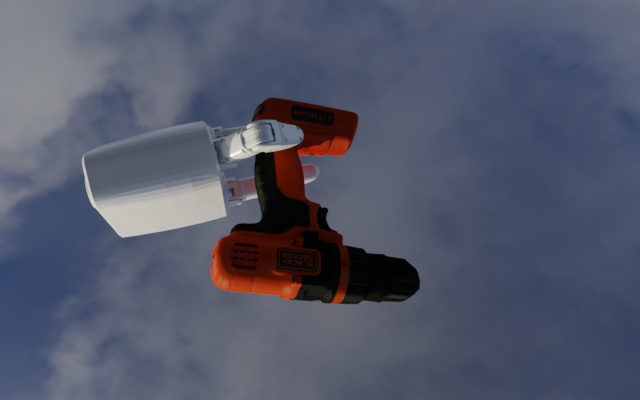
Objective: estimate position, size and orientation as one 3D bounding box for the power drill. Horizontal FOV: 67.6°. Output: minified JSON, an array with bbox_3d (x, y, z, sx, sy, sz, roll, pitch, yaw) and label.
[{"bbox_3d":[0.000,0.001,0.441,0.184,0.187,0.057,8,-30,-16],"label":"power drill"}]
